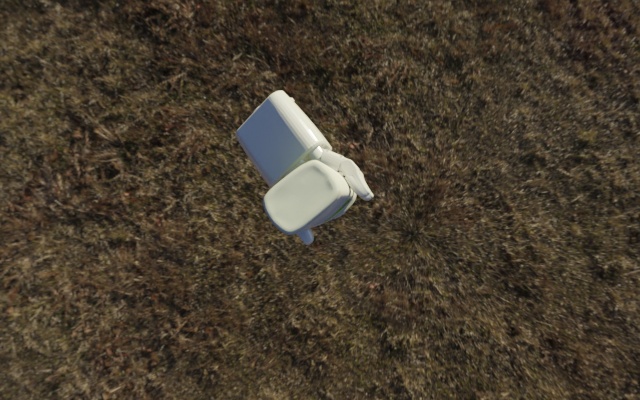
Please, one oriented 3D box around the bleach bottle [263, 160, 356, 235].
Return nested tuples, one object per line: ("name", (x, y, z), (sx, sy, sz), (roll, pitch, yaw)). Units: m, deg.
("bleach bottle", (0.000, 0.002, 0.718), (0.102, 0.068, 0.251), (-39, -10, 6))
